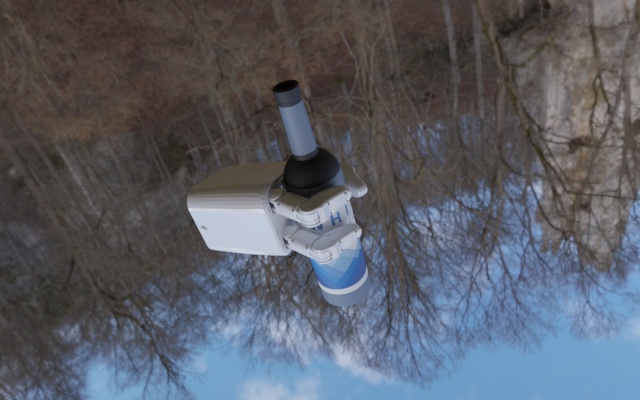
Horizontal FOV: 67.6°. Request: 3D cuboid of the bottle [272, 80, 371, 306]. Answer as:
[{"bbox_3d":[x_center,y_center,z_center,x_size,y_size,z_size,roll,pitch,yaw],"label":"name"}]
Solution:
[{"bbox_3d":[0.000,0.002,0.554,0.069,0.296,0.069,-11,36,8],"label":"bottle"}]
